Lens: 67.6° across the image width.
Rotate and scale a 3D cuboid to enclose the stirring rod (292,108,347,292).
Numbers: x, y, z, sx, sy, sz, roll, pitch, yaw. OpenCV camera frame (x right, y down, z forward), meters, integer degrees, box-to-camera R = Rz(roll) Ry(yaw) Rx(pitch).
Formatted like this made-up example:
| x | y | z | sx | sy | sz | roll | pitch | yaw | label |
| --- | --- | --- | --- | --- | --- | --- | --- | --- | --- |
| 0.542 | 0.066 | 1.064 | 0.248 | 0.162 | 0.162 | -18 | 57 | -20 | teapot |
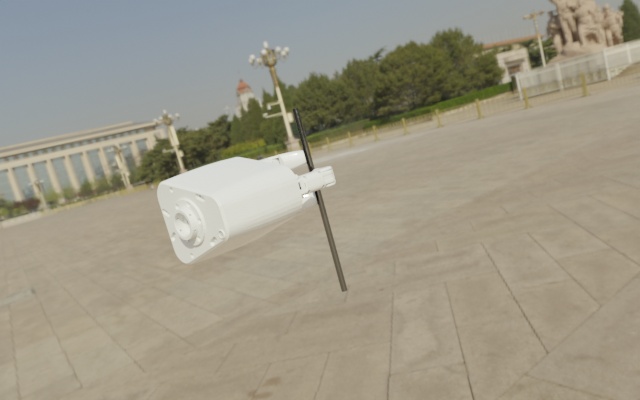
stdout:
| x | y | z | sx | sy | sz | roll | pitch | yaw | label |
| --- | --- | --- | --- | --- | --- | --- | --- | --- | --- |
| 0.000 | 0.002 | 0.603 | 0.011 | 0.239 | 0.011 | -15 | 8 | 2 | stirring rod |
